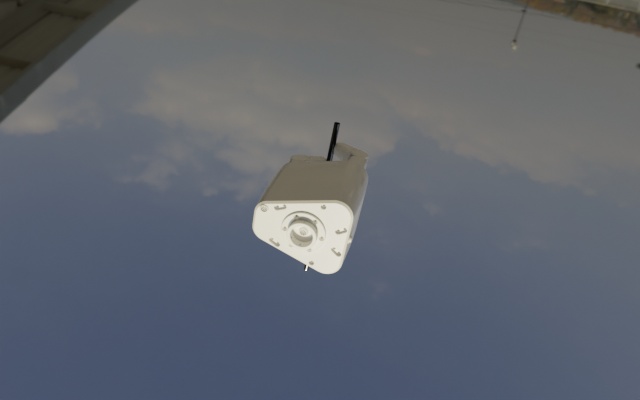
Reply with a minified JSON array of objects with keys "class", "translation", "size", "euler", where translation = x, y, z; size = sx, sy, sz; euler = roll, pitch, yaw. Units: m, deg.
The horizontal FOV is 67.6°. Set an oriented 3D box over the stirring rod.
[{"class":"stirring rod","translation":[0.000,0.002,0.685],"size":[0.011,0.240,0.011],"euler":[9,28,-5]}]
